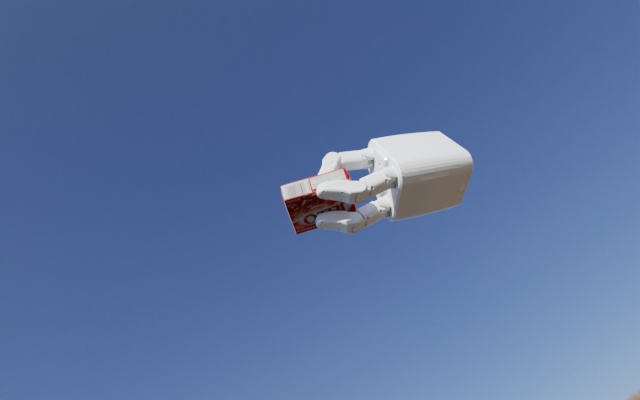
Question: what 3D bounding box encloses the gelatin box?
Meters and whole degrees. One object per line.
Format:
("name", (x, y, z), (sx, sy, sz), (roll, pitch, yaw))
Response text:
("gelatin box", (0.000, 0.002, 0.626), (0.089, 0.030, 0.073), (-16, -41, 0))
